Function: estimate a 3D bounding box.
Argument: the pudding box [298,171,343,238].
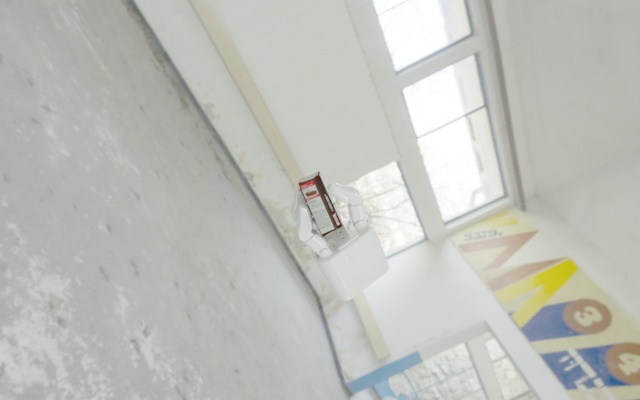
[{"bbox_3d":[0.000,0.002,0.752,0.039,0.090,0.113,-25,5,1],"label":"pudding box"}]
